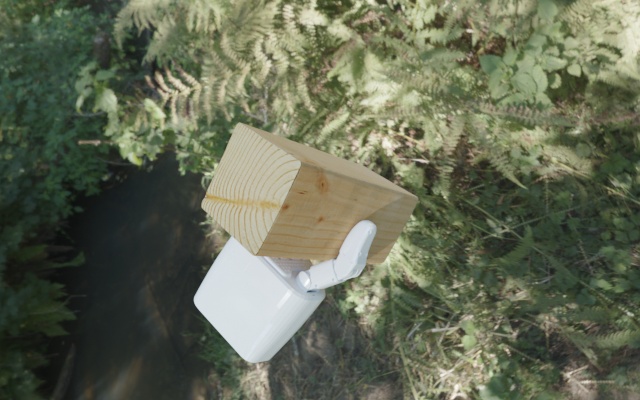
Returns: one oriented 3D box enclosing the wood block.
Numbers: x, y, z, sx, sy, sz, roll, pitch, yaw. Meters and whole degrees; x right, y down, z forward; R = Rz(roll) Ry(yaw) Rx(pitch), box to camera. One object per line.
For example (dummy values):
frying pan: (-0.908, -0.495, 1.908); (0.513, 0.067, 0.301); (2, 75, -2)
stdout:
wood block: (0.000, 0.002, 0.486); (0.090, 0.090, 0.206); (36, 15, 36)
